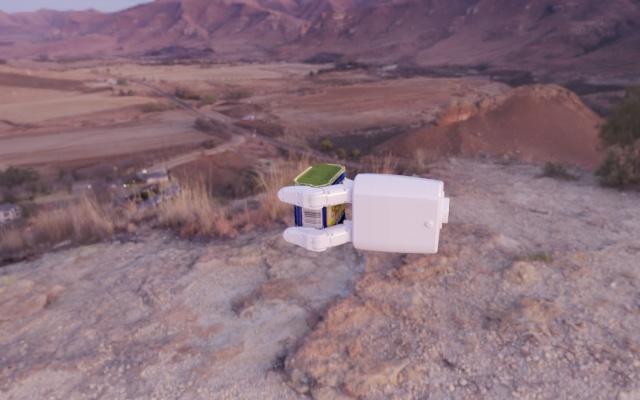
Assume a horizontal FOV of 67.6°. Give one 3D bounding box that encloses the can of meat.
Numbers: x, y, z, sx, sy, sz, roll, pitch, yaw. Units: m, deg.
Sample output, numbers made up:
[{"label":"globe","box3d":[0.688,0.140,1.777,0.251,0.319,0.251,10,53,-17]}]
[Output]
[{"label":"can of meat","box3d":[0.000,0.002,0.654,0.057,0.084,0.102,6,22,18]}]
